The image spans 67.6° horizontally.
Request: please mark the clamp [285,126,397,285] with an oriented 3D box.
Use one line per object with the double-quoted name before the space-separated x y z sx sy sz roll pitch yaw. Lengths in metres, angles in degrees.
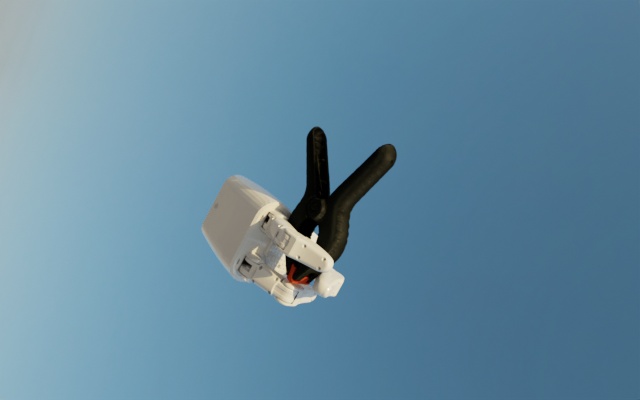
"clamp" 0.000 0.002 0.505 0.039 0.171 0.120 24 7 -40
